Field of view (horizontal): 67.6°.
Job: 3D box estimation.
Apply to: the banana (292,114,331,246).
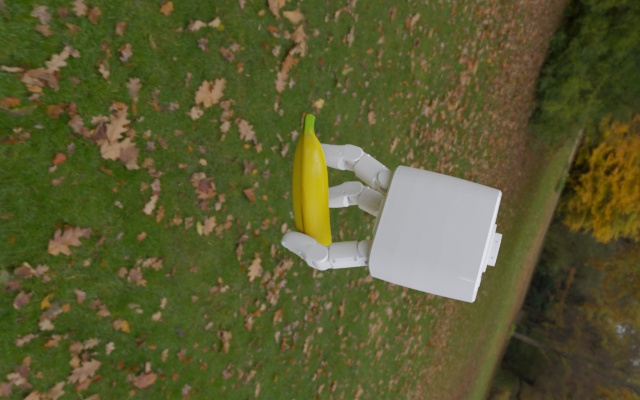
[{"bbox_3d":[-0.005,0.009,0.529,0.037,0.198,0.069,8,35,15],"label":"banana"}]
